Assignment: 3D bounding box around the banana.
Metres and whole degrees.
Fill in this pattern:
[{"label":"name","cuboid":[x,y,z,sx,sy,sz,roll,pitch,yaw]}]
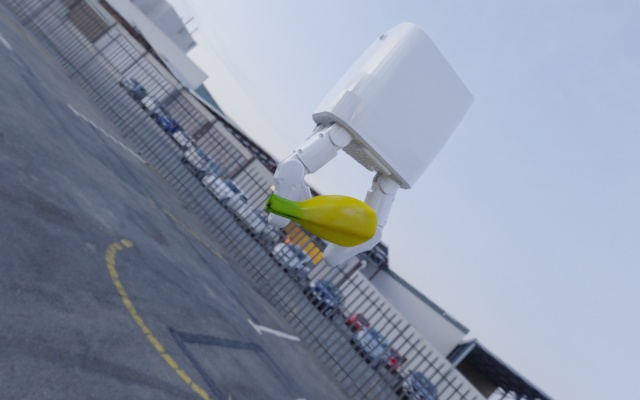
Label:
[{"label":"banana","cuboid":[0.015,0.011,0.395,0.069,0.037,0.198,31,3,9]}]
